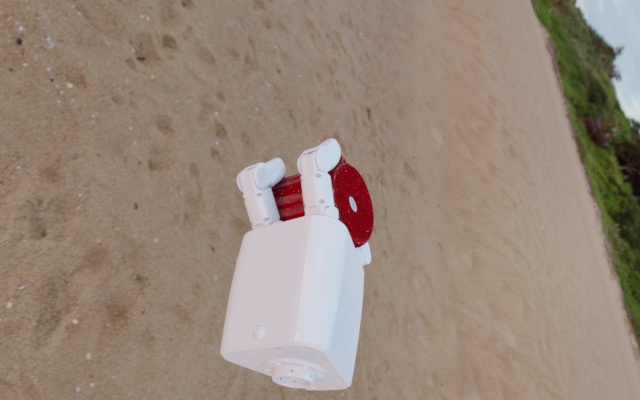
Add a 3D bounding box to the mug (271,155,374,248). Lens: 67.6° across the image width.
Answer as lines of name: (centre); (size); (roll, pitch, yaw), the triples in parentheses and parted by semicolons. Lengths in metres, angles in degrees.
mug: (0.000, 0.000, 0.467); (0.081, 0.117, 0.093); (-15, -41, 30)
